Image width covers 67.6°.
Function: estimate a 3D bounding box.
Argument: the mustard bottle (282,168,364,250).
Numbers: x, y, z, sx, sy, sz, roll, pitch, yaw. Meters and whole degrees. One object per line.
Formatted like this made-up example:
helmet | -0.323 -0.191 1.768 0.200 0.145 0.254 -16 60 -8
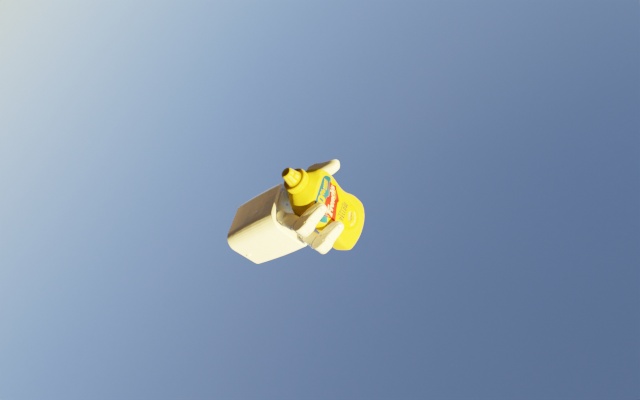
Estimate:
mustard bottle | 0.001 0.003 0.795 0.058 0.096 0.192 -1 -30 40
